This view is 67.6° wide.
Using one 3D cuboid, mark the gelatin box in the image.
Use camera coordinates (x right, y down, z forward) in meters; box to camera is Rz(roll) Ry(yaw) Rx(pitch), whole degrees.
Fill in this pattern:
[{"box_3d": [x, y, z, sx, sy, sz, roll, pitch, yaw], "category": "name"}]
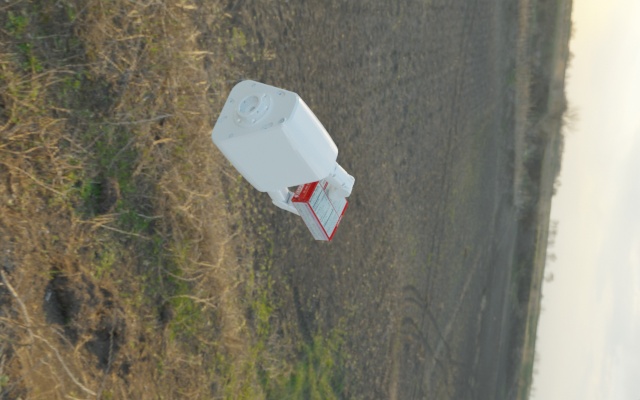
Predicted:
[{"box_3d": [0.001, 0.002, 0.674, 0.030, 0.073, 0.089, 1, -41, 33], "category": "gelatin box"}]
